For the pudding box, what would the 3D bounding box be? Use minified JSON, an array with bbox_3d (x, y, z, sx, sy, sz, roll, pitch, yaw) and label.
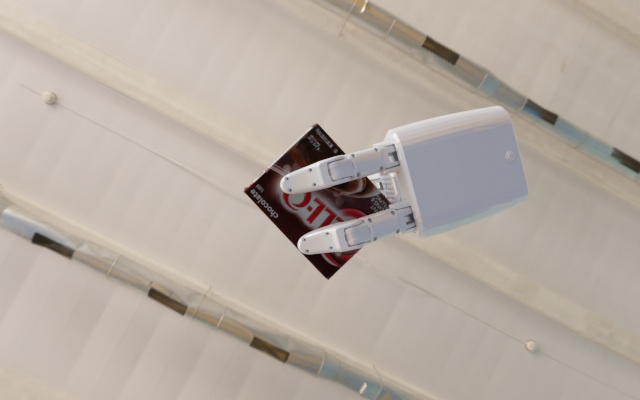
[{"bbox_3d":[0.000,0.001,0.438,0.090,0.113,0.039,-44,6,-5],"label":"pudding box"}]
